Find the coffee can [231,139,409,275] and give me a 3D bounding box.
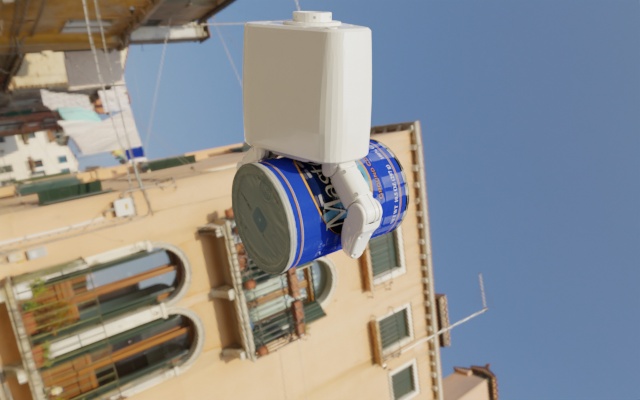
[{"bbox_3d":[0.000,0.002,0.463,0.140,0.103,0.103,-16,9,-34],"label":"coffee can"}]
